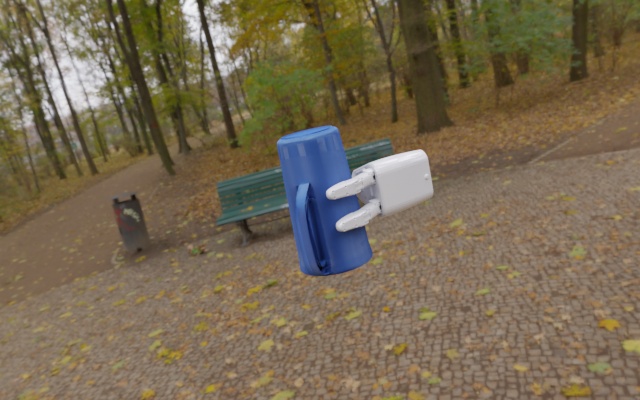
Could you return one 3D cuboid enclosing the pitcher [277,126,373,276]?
[{"bbox_3d":[0.000,0.003,0.821,0.145,0.243,0.149,-18,14,-20],"label":"pitcher"}]
